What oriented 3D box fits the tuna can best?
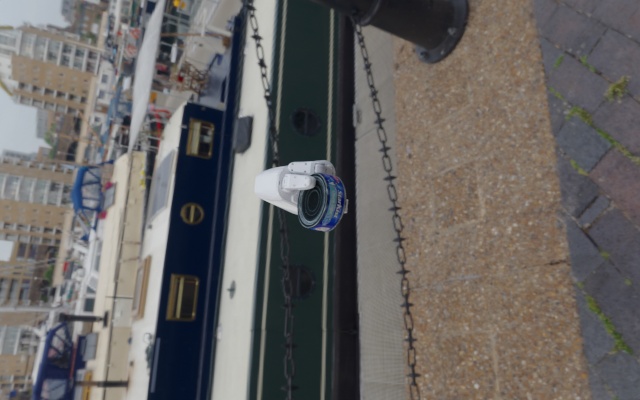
[{"bbox_3d":[0.000,0.002,0.712,0.034,0.086,0.086,11,-6,-32],"label":"tuna can"}]
